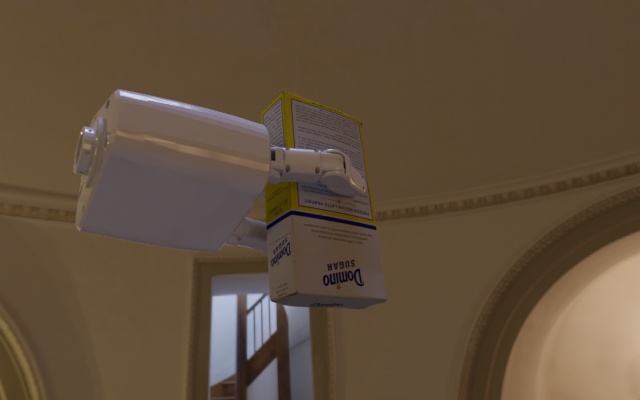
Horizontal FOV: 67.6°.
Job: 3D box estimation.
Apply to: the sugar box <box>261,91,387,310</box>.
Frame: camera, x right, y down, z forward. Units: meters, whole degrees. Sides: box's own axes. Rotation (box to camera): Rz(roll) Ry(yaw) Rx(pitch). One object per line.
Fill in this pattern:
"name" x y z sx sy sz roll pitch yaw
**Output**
"sugar box" 0.000 0.001 0.410 0.093 0.176 0.048 13 -27 -35
